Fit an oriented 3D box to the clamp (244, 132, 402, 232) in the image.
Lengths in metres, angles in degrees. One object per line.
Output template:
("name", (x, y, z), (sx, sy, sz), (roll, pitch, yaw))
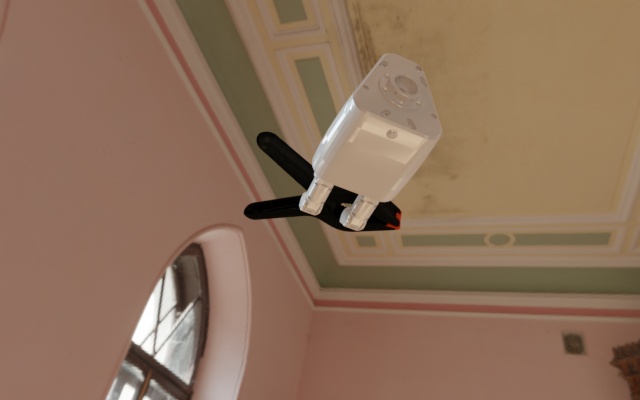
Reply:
("clamp", (0.001, 0.001, 0.620), (0.210, 0.036, 0.165), (20, -37, -10))
